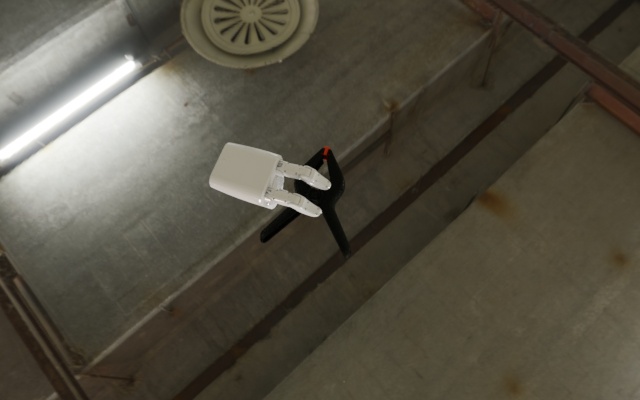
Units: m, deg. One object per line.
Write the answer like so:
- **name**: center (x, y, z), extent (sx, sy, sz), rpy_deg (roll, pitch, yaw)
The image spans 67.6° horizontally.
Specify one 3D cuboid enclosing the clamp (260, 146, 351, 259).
- **clamp**: center (0.000, 0.003, 0.869), extent (0.164, 0.210, 0.036), rpy_deg (17, -19, 10)
